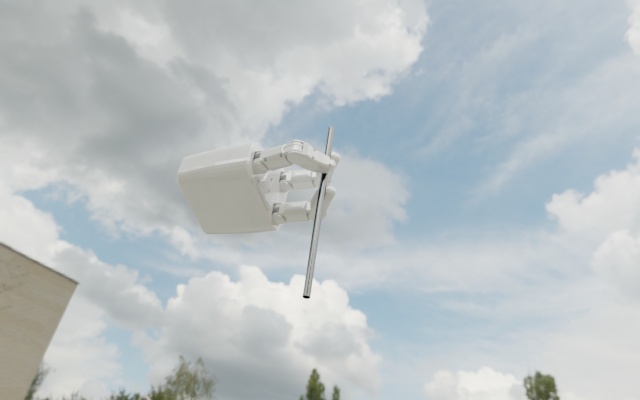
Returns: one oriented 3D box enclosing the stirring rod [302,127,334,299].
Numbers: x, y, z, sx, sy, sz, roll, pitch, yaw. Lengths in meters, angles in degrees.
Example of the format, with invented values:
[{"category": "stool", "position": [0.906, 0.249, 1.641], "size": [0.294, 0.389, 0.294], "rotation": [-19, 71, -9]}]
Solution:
[{"category": "stirring rod", "position": [0.000, 0.002, 0.550], "size": [0.011, 0.239, 0.011], "rotation": [5, -37, 4]}]
